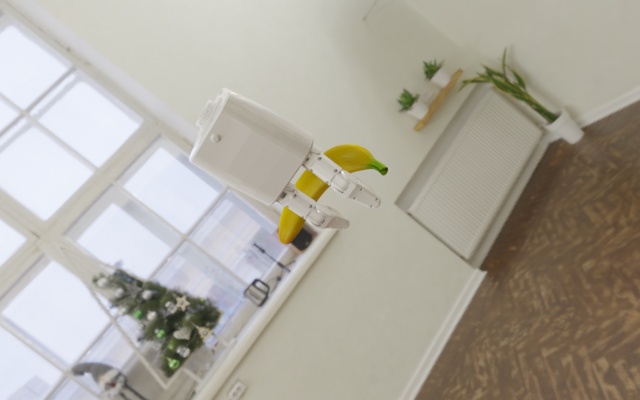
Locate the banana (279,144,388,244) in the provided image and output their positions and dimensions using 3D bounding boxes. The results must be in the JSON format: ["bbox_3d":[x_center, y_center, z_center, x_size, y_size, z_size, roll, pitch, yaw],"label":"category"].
[{"bbox_3d":[-0.001,-0.016,0.602,0.037,0.069,0.198,14,-38,-37],"label":"banana"}]
